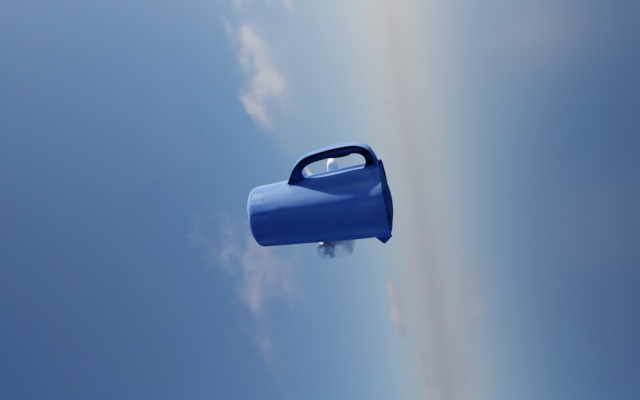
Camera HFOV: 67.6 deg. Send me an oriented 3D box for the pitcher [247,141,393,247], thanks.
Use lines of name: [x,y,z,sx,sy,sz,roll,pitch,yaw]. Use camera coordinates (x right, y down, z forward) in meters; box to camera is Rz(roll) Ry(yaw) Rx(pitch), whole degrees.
pitcher: [0.000,0.003,0.825,0.243,0.149,0.145,-9,-20,12]
